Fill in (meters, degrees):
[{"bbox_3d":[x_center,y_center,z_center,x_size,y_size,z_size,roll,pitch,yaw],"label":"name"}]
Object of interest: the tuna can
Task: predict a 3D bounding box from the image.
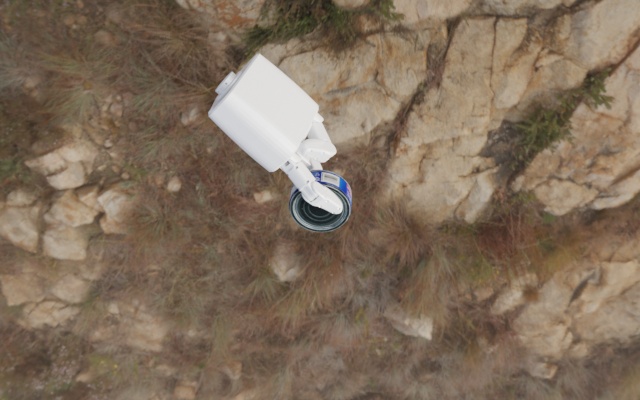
[{"bbox_3d":[0.000,0.003,0.654,0.086,0.086,0.033,0,37,4],"label":"tuna can"}]
